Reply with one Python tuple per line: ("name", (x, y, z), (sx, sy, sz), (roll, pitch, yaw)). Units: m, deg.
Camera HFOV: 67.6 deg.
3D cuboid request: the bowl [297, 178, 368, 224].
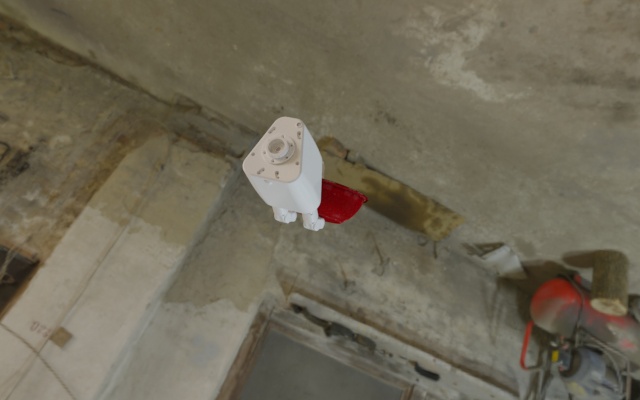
("bowl", (0.001, 0.004, 0.848), (0.162, 0.055, 0.162), (15, -8, 2))
